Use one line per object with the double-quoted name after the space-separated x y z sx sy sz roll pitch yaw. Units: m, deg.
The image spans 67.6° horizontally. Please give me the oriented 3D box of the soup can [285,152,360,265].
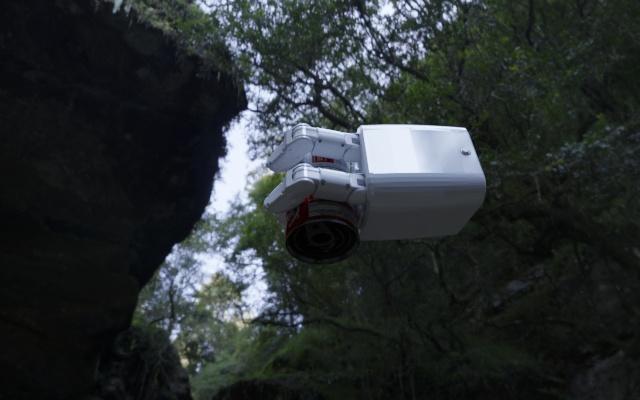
0.000 0.001 0.466 0.068 0.102 0.069 -2 -41 -2 "soup can"
